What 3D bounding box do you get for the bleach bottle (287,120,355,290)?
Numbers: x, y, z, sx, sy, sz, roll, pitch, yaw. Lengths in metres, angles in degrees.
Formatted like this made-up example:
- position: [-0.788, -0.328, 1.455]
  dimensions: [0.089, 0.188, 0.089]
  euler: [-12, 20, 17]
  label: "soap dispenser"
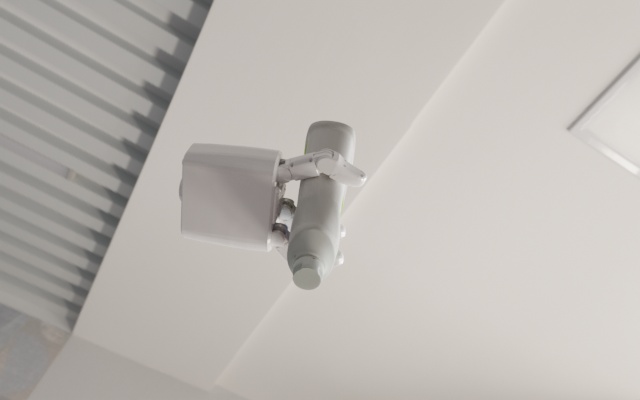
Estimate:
- position: [0.000, 0.002, 0.560]
  dimensions: [0.068, 0.103, 0.250]
  euler: [7, 33, 2]
  label: "bleach bottle"
